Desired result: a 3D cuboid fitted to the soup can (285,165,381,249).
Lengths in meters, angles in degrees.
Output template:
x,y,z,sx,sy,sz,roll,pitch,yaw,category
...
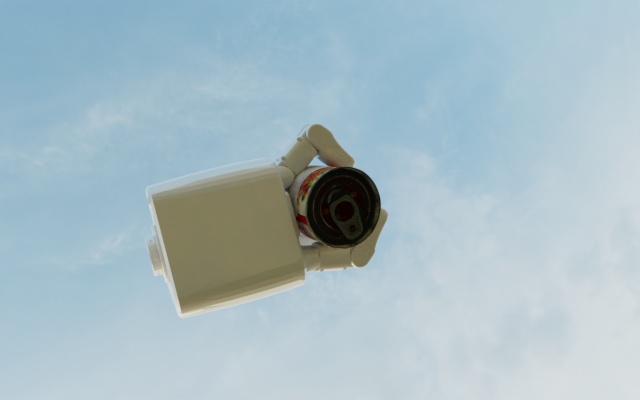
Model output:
x,y,z,sx,sy,sz,roll,pitch,yaw,category
0.000,0.001,0.434,0.068,0.068,0.102,0,6,-23,soup can
